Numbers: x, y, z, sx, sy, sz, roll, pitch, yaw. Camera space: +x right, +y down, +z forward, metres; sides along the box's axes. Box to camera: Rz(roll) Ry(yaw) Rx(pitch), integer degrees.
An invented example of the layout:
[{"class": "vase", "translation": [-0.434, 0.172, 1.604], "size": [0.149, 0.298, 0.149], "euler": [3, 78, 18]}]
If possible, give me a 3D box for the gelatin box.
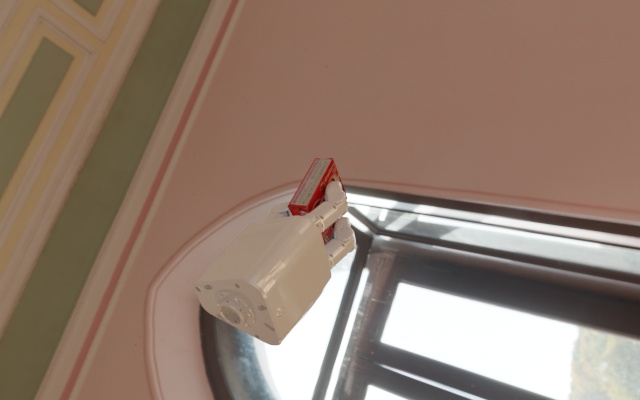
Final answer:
[{"class": "gelatin box", "translation": [0.000, 0.002, 0.607], "size": [0.030, 0.089, 0.073], "euler": [4, -42, 28]}]
